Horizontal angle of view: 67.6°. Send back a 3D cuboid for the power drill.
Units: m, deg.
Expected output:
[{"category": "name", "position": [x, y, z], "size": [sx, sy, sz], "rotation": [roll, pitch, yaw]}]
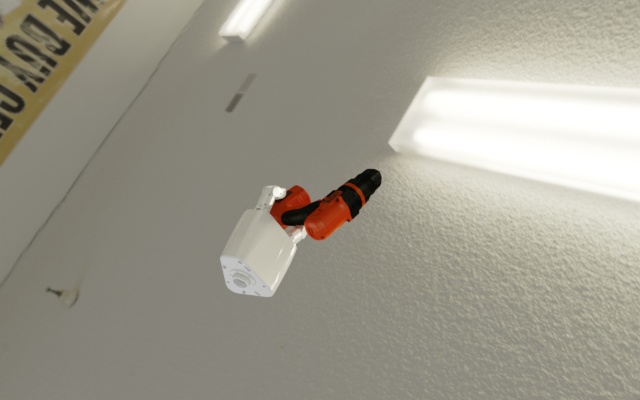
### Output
[{"category": "power drill", "position": [0.000, 0.003, 0.857], "size": [0.184, 0.057, 0.187], "rotation": [-39, 21, -34]}]
